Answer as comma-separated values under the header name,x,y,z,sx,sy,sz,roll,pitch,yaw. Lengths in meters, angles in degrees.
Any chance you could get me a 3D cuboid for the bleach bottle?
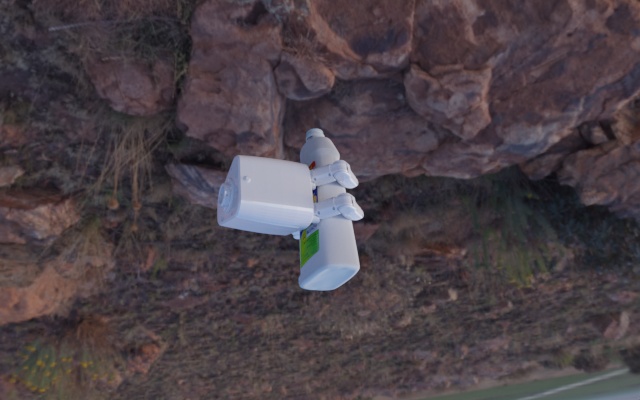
name,x,y,z,sx,sy,sz,roll,pitch,yaw
bleach bottle,0.000,0.002,0.734,0.068,0.250,0.103,8,-33,-25
